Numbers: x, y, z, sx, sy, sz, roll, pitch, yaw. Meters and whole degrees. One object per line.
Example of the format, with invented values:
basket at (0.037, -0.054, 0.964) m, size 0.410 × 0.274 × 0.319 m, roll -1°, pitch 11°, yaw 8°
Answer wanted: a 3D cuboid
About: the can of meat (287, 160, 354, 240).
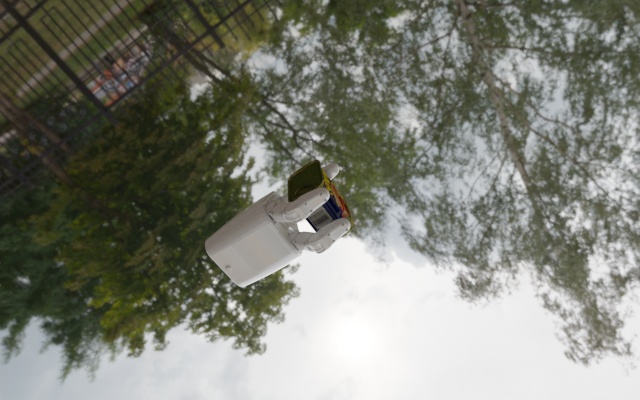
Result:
can of meat at (0.000, 0.002, 0.680) m, size 0.057 × 0.084 × 0.102 m, roll -32°, pitch 24°, yaw 10°
